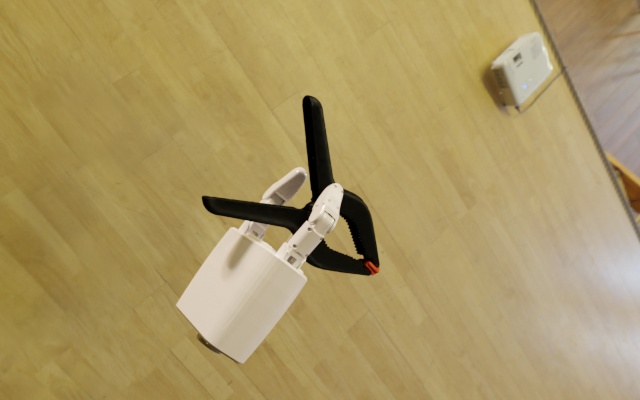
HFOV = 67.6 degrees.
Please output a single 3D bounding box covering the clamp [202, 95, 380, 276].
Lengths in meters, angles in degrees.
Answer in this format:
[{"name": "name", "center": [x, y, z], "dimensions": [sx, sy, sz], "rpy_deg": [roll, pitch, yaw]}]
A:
[{"name": "clamp", "center": [0.001, 0.002, 0.527], "dimensions": [0.210, 0.164, 0.036], "rpy_deg": [41, -9, -21]}]
